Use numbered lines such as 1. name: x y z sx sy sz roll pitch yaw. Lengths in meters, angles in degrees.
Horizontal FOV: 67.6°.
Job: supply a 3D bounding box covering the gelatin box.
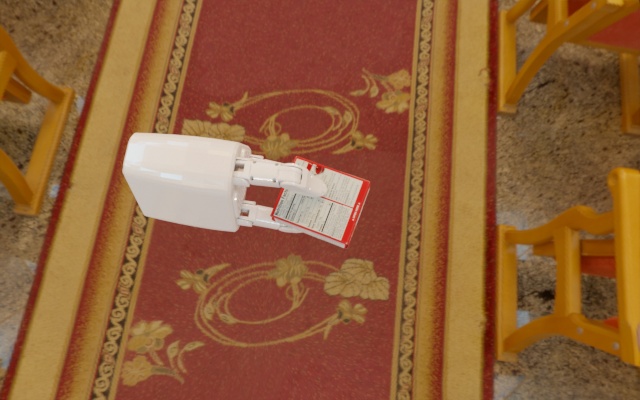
1. gelatin box: 0.000 0.002 0.514 0.089 0.073 0.030 20 -14 7
